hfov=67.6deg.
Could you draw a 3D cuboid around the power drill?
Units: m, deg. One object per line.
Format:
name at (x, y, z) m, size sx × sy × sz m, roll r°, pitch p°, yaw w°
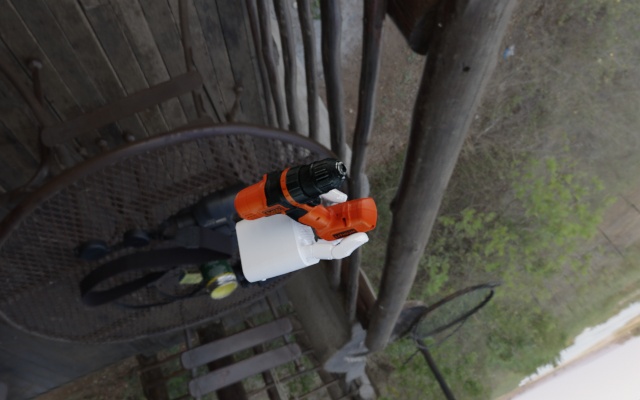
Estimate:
power drill at (0.000, 0.002, 0.685) m, size 0.184 × 0.057 × 0.188 m, roll -17°, pitch -27°, yaw 36°
